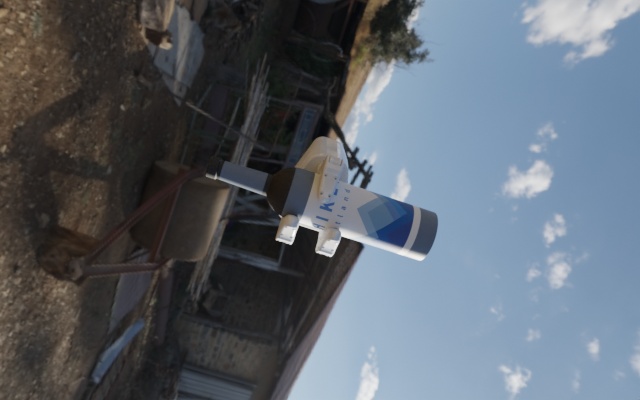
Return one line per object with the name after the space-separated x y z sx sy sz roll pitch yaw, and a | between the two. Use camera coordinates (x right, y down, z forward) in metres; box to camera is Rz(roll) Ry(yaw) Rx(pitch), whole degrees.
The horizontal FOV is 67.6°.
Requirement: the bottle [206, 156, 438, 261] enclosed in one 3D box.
0.000 0.002 0.610 0.296 0.069 0.069 18 -2 -6 | bottle
